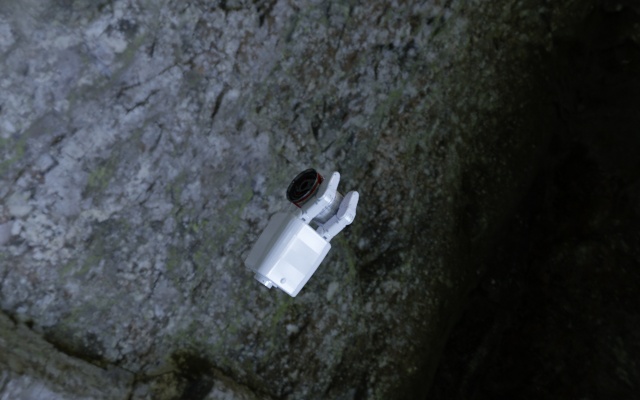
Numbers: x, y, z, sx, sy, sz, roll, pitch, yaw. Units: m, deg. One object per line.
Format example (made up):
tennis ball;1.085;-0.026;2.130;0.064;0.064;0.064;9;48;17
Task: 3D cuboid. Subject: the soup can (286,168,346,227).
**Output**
soup can;0.001;0.002;0.815;0.068;0.068;0.102;0;-35;50
